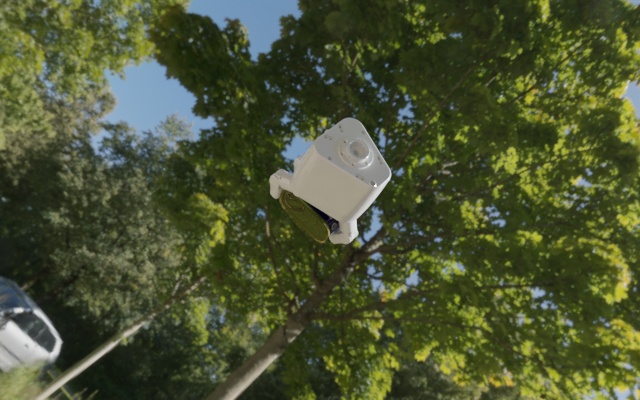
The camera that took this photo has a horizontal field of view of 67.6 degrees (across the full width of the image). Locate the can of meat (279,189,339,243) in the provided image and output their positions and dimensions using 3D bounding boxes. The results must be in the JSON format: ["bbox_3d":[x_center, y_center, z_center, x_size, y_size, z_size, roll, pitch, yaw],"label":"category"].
[{"bbox_3d":[0.000,0.002,0.761,0.084,0.102,0.057,-40,-11,-31],"label":"can of meat"}]
